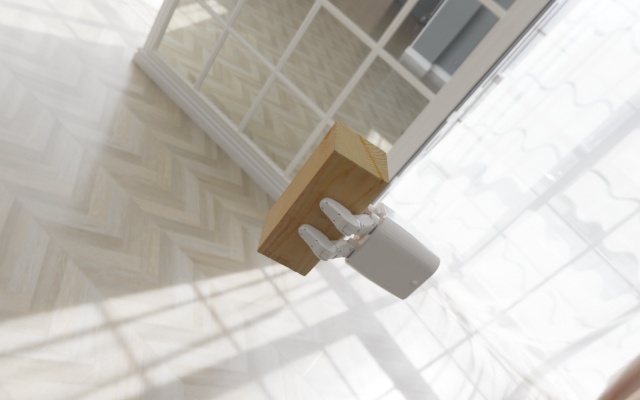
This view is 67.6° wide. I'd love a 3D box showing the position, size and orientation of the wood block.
[{"bbox_3d":[0.001,0.002,0.697,0.090,0.206,0.090,30,31,-15],"label":"wood block"}]
